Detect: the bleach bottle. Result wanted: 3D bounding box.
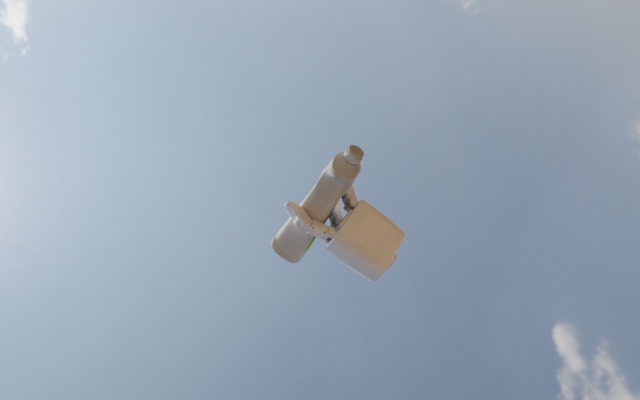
[{"bbox_3d":[0.000,0.003,0.855,0.068,0.251,0.102,36,39,1],"label":"bleach bottle"}]
